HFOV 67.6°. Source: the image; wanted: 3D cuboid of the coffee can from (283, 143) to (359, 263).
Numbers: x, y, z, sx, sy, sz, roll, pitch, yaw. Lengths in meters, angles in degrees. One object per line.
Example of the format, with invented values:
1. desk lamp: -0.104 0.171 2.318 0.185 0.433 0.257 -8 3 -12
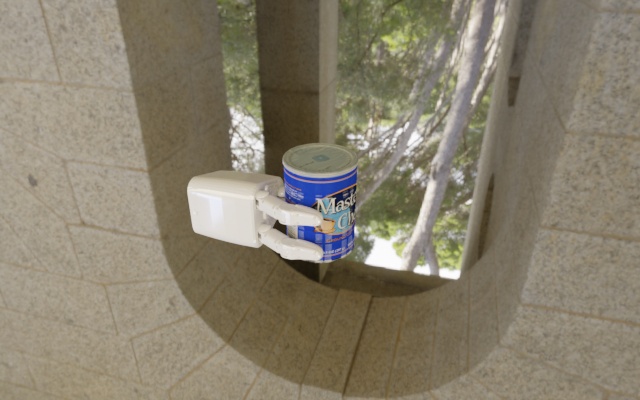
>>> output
1. coffee can: 0.000 0.002 0.678 0.103 0.140 0.102 0 29 0
